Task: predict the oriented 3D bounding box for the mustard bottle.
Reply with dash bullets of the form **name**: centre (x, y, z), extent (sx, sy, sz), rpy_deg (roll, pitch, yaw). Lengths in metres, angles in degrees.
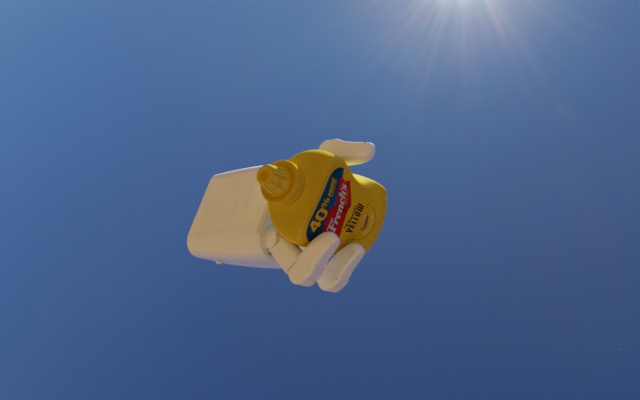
- **mustard bottle**: centre (0.000, 0.002, 0.484), extent (0.058, 0.096, 0.192), rpy_deg (25, -1, 35)
